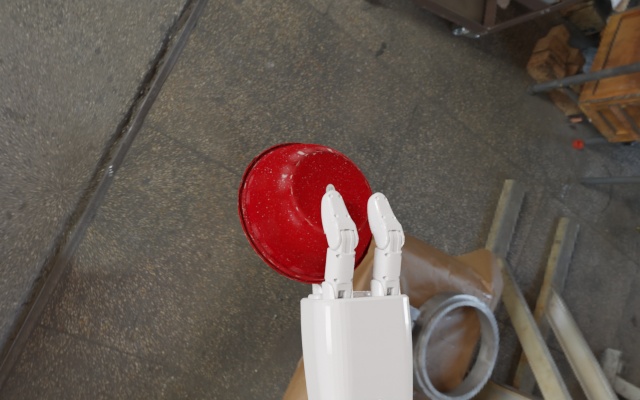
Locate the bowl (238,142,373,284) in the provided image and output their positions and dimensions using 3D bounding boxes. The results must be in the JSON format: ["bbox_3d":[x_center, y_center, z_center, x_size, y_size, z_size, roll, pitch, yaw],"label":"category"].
[{"bbox_3d":[0.000,0.000,0.494,0.162,0.162,0.055,0,-21,-29],"label":"bowl"}]
